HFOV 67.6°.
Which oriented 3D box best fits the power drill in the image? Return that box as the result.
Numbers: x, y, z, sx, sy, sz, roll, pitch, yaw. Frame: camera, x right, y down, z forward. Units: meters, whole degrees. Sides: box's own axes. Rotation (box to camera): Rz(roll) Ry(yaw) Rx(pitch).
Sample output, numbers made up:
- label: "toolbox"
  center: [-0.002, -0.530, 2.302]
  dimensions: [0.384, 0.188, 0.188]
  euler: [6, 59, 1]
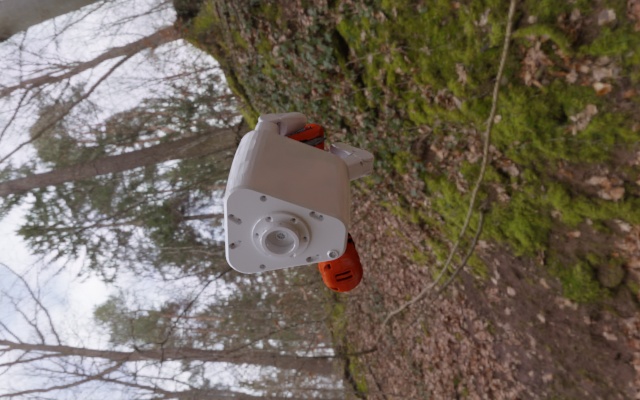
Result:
- label: "power drill"
  center: [0.000, 0.002, 0.589]
  dimensions: [0.057, 0.188, 0.184]
  euler: [-20, 12, -2]
